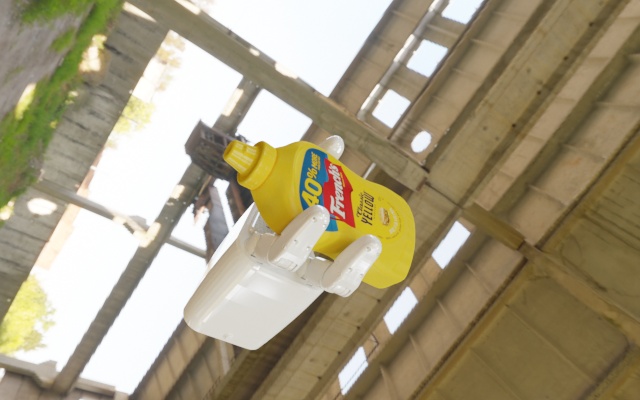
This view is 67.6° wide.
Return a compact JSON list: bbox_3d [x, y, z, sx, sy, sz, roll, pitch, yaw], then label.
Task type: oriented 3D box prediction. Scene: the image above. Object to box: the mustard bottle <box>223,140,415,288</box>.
[{"bbox_3d":[0.000,0.001,0.425,0.192,0.096,0.058,29,-39,-27],"label":"mustard bottle"}]
